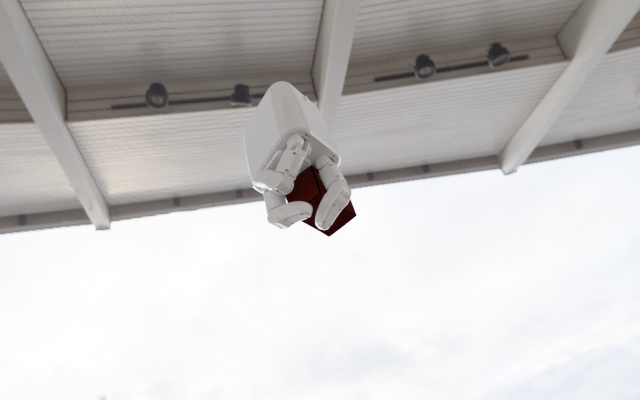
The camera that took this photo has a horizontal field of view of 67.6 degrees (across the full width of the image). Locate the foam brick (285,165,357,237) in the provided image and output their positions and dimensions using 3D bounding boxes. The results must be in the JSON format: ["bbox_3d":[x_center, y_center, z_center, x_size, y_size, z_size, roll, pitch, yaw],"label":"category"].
[{"bbox_3d":[0.000,0.002,0.617,0.053,0.051,0.078,-37,-43,20],"label":"foam brick"}]
